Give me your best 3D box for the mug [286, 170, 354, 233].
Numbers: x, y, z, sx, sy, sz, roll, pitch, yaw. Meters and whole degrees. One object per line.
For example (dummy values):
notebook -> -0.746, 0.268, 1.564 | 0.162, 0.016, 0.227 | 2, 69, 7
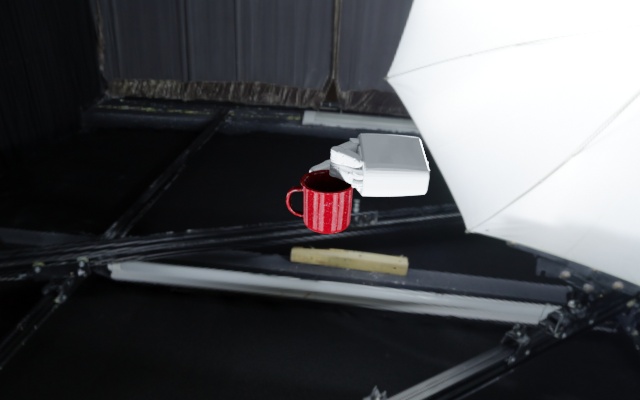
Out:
mug -> -0.001, 0.003, 0.814 | 0.117, 0.081, 0.093 | 0, 28, -3
